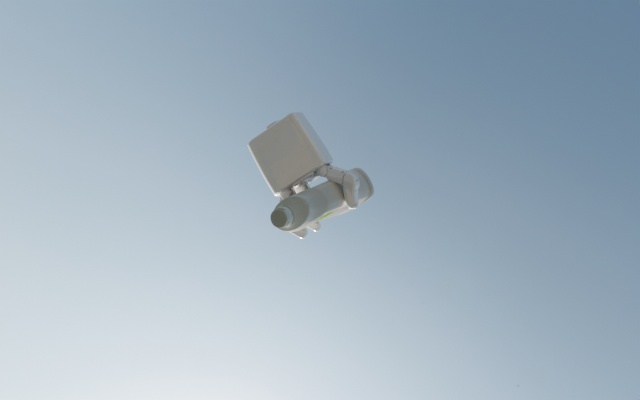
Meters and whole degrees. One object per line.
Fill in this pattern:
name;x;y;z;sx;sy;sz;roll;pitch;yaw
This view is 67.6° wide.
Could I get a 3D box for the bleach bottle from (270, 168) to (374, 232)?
bleach bottle;0.000;0.003;0.809;0.102;0.068;0.251;-33;-6;27
